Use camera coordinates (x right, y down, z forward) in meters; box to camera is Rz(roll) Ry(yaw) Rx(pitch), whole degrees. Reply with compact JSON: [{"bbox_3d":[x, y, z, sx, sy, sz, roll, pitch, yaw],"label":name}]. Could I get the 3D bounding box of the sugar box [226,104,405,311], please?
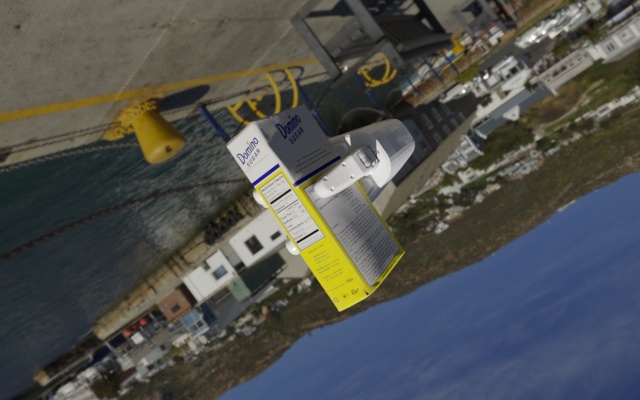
[{"bbox_3d":[0.000,0.002,0.438,0.048,0.176,0.093,-36,-1,34],"label":"sugar box"}]
